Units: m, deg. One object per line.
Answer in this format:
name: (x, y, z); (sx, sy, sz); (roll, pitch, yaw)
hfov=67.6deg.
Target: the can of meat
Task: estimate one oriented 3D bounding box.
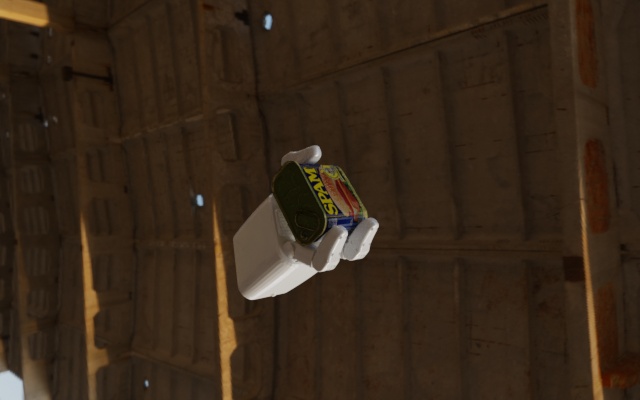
can of meat: (0.000, 0.002, 0.591); (0.084, 0.102, 0.057); (-2, -34, -47)
